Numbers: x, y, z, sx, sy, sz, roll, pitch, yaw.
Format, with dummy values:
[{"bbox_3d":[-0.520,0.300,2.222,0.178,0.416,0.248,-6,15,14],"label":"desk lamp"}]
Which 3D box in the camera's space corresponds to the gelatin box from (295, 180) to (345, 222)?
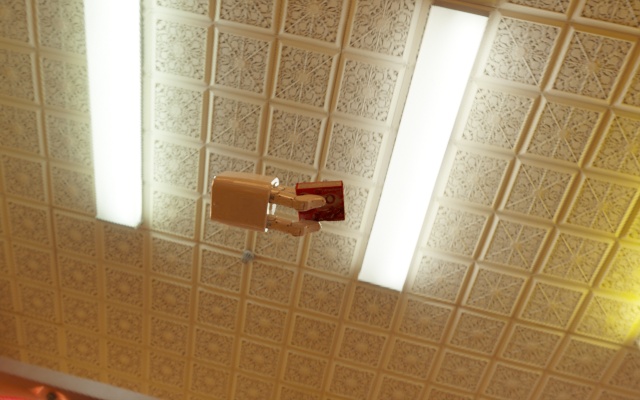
[{"bbox_3d":[0.000,0.003,0.891,0.089,0.073,0.030,-3,26,3],"label":"gelatin box"}]
